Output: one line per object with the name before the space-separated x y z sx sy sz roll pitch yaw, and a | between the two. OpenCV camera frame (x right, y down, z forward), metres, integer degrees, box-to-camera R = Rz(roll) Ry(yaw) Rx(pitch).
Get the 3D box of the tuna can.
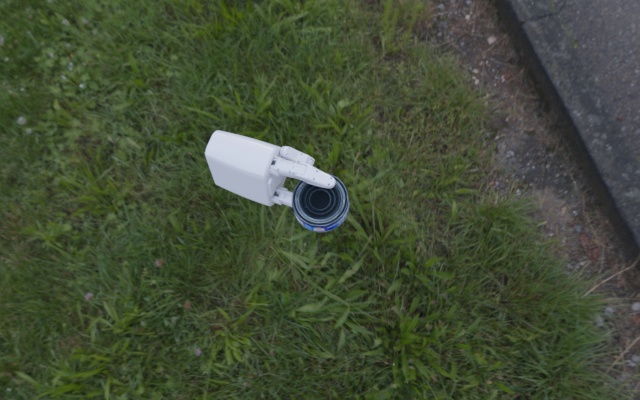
tuna can | 0.000 0.002 0.711 0.086 0.086 0.034 0 -17 3
